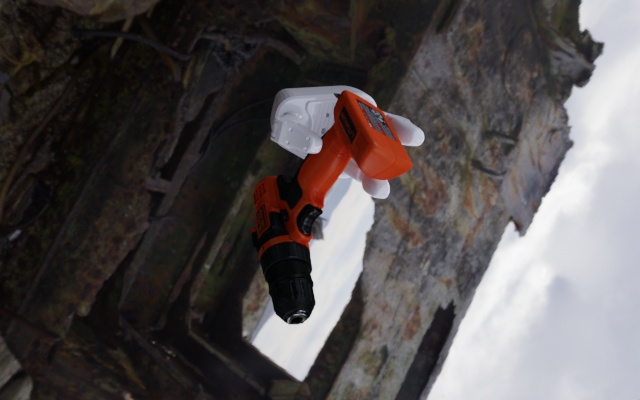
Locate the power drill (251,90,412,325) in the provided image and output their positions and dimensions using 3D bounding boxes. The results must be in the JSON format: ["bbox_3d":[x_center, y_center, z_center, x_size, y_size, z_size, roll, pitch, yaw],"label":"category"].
[{"bbox_3d":[0.000,0.001,0.464,0.057,0.184,0.188,23,-56,-35],"label":"power drill"}]
